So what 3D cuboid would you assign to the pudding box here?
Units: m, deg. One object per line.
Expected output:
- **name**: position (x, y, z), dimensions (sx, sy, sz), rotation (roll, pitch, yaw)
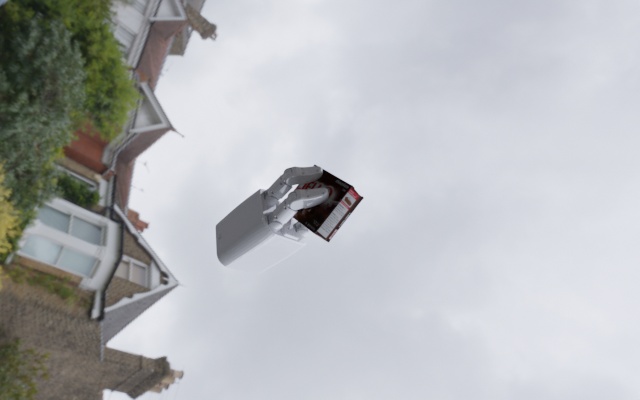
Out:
- **pudding box**: position (0.000, 0.003, 0.735), dimensions (0.039, 0.090, 0.113), rotation (41, -5, -40)
